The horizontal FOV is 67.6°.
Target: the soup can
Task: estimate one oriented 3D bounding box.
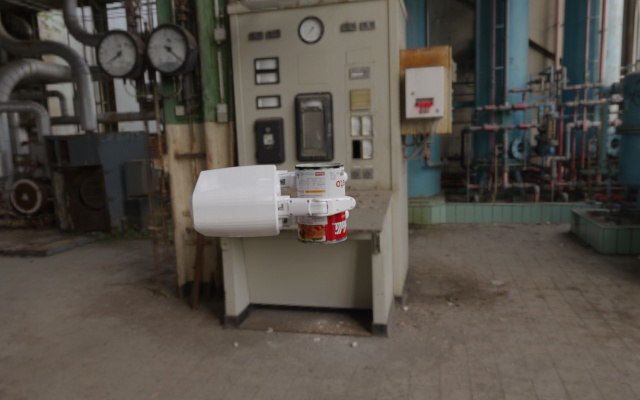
[{"bbox_3d":[0.001,0.002,0.647,0.068,0.102,0.068,-2,8,0],"label":"soup can"}]
